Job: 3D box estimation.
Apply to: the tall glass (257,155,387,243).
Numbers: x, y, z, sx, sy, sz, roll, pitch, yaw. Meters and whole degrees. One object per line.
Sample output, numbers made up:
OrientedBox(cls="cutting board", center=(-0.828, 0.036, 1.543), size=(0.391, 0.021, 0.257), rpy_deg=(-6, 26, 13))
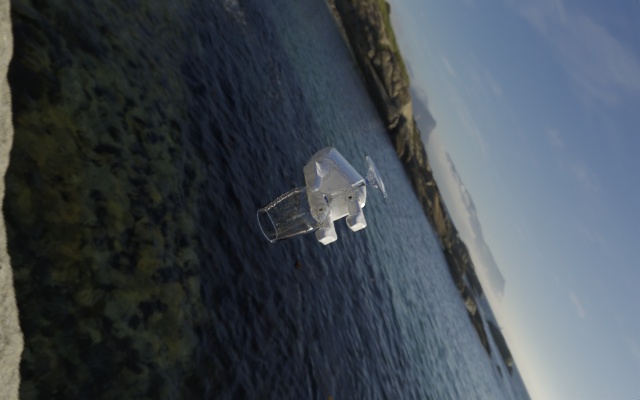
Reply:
OrientedBox(cls="tall glass", center=(0.001, 0.002, 0.766), size=(0.201, 0.079, 0.079), rpy_deg=(-24, -6, 13))
